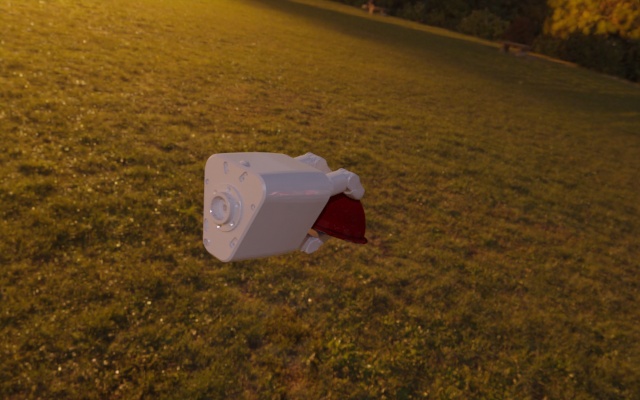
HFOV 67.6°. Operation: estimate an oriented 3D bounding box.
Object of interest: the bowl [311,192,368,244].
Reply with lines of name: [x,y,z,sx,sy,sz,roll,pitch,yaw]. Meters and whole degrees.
bowl: [0.001,0.002,0.654,0.162,0.055,0.162,23,5,-2]
